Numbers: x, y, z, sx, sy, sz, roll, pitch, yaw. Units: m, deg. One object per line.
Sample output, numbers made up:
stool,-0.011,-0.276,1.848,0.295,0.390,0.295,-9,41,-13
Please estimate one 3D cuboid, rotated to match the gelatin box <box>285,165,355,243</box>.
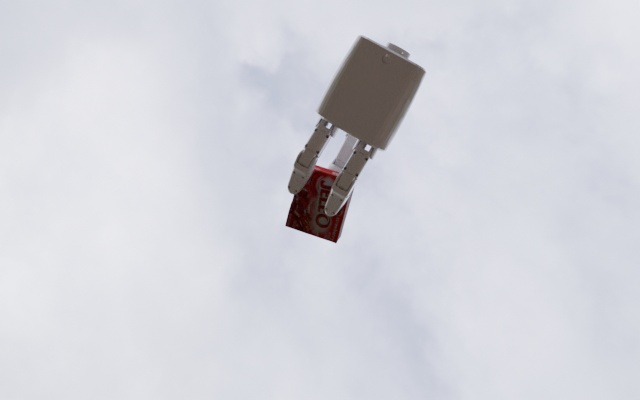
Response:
gelatin box,0.000,0.002,0.621,0.073,0.089,0.030,18,19,10
